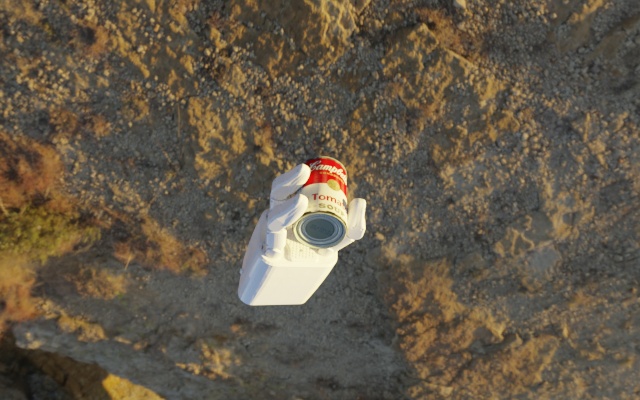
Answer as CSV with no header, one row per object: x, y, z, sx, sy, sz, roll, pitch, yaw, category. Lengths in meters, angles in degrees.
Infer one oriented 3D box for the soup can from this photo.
0.000,0.002,0.603,0.068,0.069,0.102,0,44,2,soup can
